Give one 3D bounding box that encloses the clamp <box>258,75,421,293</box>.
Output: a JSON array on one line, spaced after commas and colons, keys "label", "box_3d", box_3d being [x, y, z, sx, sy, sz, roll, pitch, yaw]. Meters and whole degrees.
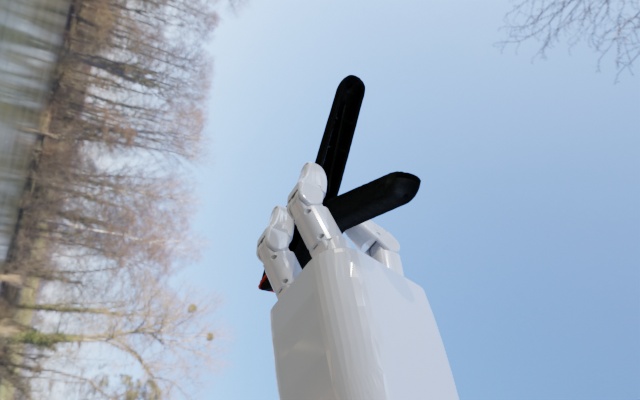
[{"label": "clamp", "box_3d": [0.001, 0.002, 0.419, 0.036, 0.164, 0.210, 18, -51, -24]}]
